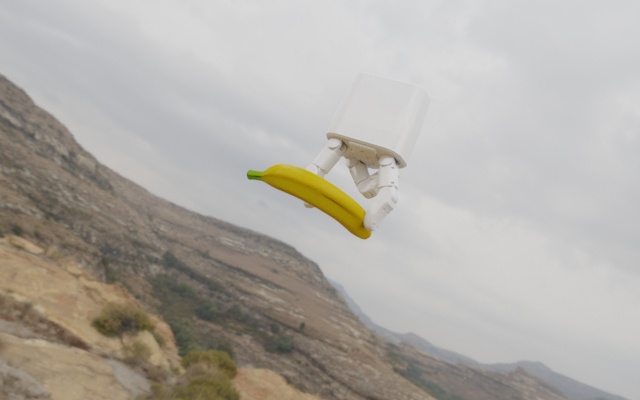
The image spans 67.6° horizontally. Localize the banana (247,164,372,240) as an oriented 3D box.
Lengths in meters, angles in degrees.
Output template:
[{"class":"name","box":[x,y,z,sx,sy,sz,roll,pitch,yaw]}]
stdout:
[{"class":"banana","box":[0.007,0.001,0.603,0.198,0.037,0.069,30,-14,-26]}]
